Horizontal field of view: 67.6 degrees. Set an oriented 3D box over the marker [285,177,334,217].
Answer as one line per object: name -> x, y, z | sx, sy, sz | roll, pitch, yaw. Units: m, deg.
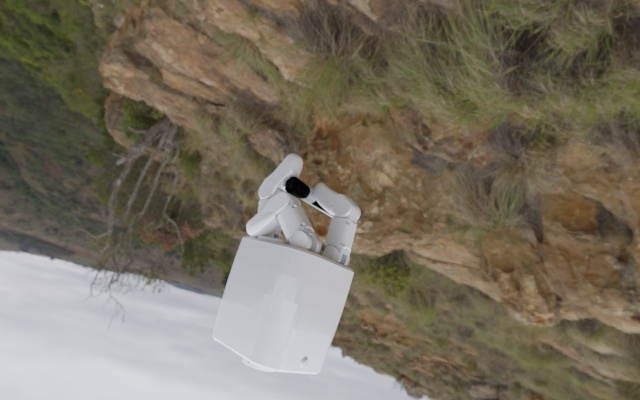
marker -> 0.000, 0.002, 0.535 | 0.020, 0.020, 0.121 | 0, -19, 35
